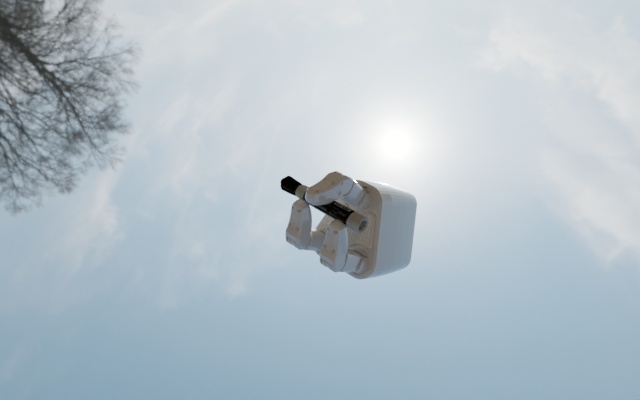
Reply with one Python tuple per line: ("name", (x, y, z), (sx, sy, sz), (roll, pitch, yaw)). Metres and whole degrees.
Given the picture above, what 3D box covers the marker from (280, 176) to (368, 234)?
("marker", (0.000, 0.002, 0.523), (0.121, 0.020, 0.020), (29, 17, 34))
